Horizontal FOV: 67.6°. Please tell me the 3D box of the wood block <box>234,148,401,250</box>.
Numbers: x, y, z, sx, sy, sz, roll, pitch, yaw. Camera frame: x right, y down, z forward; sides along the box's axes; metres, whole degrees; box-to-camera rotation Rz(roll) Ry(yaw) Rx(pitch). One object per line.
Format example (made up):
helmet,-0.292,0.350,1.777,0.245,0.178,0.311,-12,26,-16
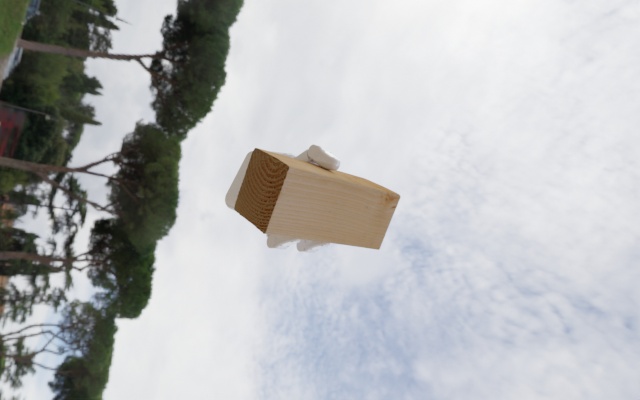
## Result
wood block,0.000,0.002,0.662,0.206,0.091,0.090,12,13,-40
